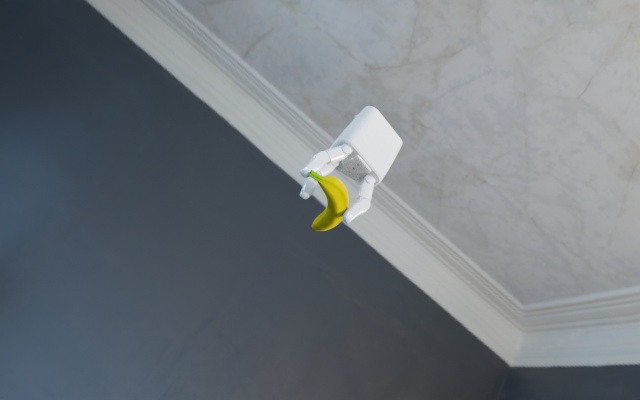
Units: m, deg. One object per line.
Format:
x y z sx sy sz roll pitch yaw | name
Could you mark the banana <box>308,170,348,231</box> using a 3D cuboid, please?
0.017 0.008 0.866 0.069 0.037 0.198 23 -30 15 | banana
